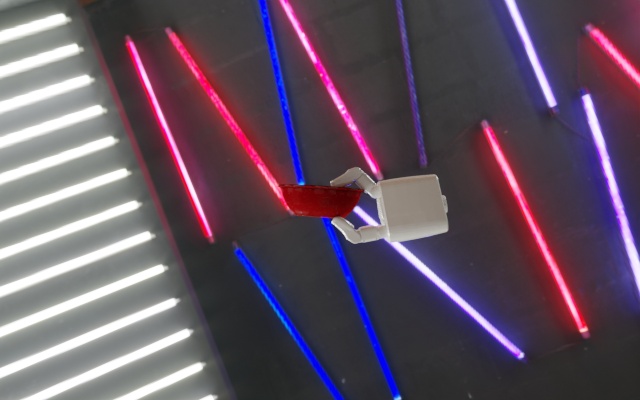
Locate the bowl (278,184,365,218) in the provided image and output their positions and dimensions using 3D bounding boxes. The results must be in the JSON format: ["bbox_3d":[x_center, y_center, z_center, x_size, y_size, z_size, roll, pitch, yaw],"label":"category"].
[{"bbox_3d":[-0.001,0.003,0.878,0.162,0.055,0.162,4,-1,0],"label":"bowl"}]
